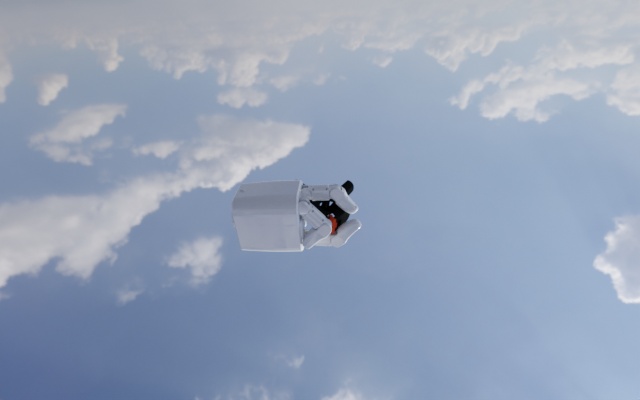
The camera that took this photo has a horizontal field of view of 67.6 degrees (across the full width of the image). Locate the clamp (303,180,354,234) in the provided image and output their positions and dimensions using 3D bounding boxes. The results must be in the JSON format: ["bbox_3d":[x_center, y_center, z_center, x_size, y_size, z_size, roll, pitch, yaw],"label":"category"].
[{"bbox_3d":[0.000,0.003,0.854,0.120,0.039,0.171,-1,24,4],"label":"clamp"}]
